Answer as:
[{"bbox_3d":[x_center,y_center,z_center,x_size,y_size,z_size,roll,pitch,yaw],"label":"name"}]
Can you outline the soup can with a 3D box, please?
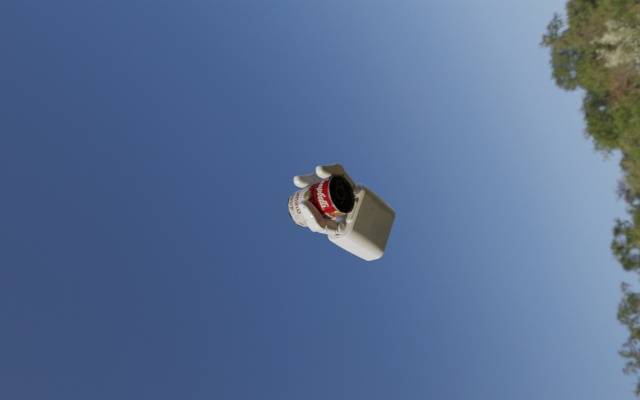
[{"bbox_3d":[0.000,0.003,0.840,0.102,0.068,0.068,-20,-13,39],"label":"soup can"}]
